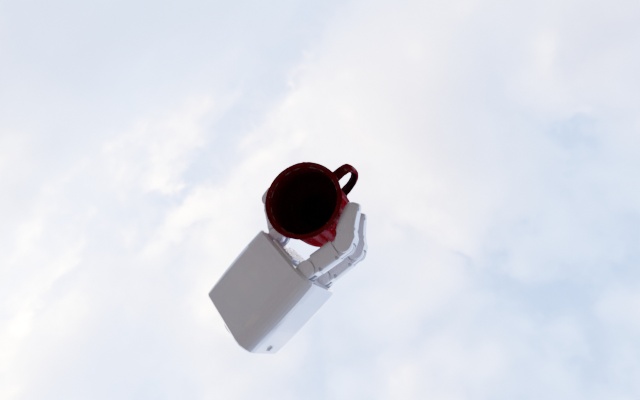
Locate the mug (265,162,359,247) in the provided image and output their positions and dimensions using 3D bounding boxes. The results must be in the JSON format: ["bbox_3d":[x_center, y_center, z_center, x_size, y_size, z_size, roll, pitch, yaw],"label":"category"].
[{"bbox_3d":[0.001,0.001,0.579,0.093,0.117,0.081,45,1,25],"label":"mug"}]
